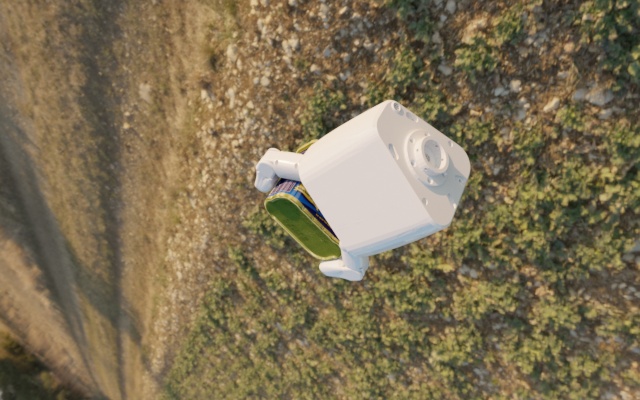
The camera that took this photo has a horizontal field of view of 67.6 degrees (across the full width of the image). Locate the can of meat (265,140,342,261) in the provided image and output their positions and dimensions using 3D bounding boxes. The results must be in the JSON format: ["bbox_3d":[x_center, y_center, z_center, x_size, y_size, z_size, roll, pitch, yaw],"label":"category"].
[{"bbox_3d":[0.000,0.002,0.511,0.102,0.084,0.057,45,-37,-19],"label":"can of meat"}]
